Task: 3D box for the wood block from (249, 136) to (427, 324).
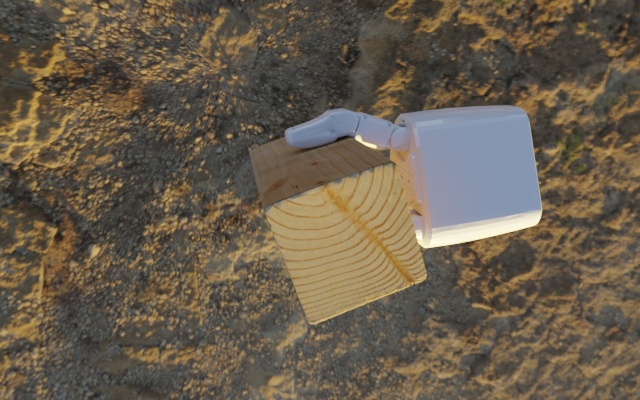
[{"bbox_3d":[0.000,0.001,0.404,0.090,0.091,0.206,-20,18,-5],"label":"wood block"}]
